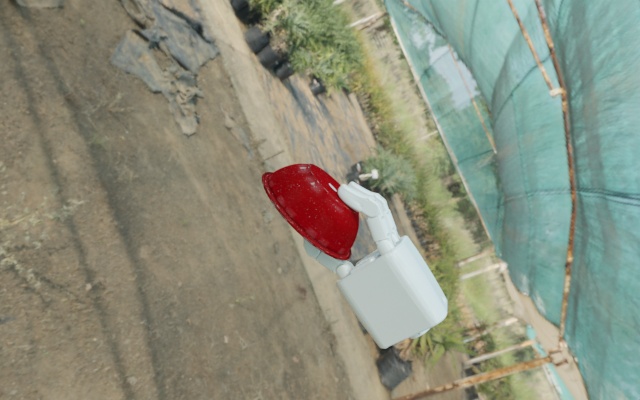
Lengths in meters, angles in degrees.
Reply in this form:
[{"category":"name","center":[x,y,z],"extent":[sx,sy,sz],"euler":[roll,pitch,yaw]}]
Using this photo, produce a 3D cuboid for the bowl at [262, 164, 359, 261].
[{"category":"bowl","center":[-0.001,0.001,0.634],"extent":[0.055,0.162,0.162],"euler":[-46,-14,14]}]
